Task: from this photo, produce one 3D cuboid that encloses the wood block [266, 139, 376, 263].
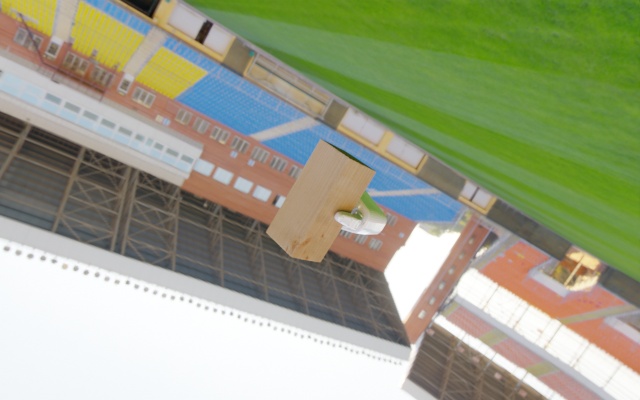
[{"bbox_3d":[0.001,0.003,0.897,0.090,0.206,0.090,38,12,39],"label":"wood block"}]
